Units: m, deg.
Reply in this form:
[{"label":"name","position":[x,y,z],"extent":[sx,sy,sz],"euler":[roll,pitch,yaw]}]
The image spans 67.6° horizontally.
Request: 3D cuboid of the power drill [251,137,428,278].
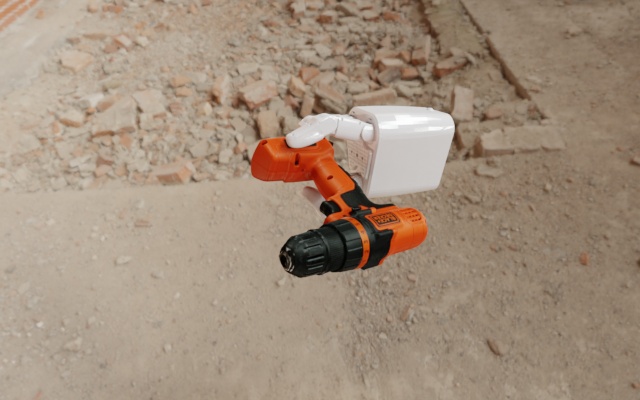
[{"label":"power drill","position":[0.000,0.001,0.521],"extent":[0.184,0.057,0.187],"euler":[-8,44,-39]}]
